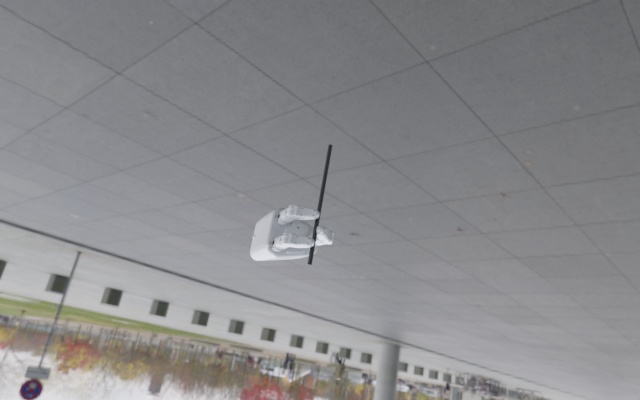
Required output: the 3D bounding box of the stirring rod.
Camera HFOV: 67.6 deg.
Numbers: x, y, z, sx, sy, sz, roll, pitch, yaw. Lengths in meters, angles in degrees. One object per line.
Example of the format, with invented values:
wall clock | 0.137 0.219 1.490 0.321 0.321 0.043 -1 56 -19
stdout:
stirring rod | 0.000 0.003 0.898 0.011 0.239 0.011 9 -20 3
